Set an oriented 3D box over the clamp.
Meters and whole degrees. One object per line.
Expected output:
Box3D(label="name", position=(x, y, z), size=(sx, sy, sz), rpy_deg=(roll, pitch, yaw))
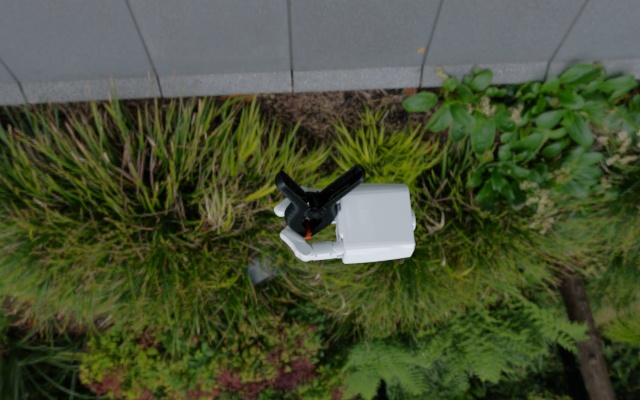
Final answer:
Box3D(label="clamp", position=(0.000, 0.003, 0.676), size=(0.120, 0.039, 0.172), rpy_deg=(-4, -27, -3))
